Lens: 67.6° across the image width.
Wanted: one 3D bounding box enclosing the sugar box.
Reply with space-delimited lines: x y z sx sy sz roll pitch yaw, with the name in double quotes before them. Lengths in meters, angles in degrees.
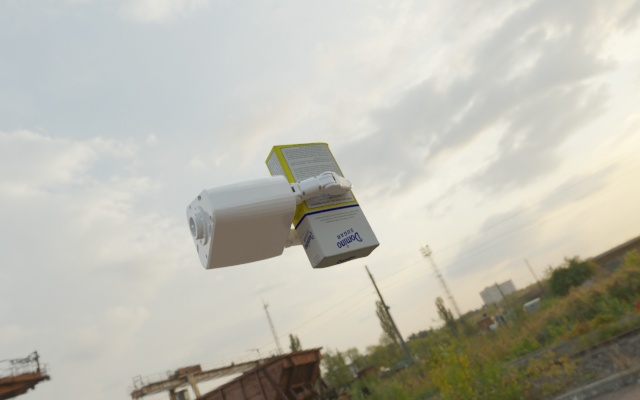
"sugar box" 0.000 0.002 0.653 0.093 0.176 0.048 -9 -26 -33
